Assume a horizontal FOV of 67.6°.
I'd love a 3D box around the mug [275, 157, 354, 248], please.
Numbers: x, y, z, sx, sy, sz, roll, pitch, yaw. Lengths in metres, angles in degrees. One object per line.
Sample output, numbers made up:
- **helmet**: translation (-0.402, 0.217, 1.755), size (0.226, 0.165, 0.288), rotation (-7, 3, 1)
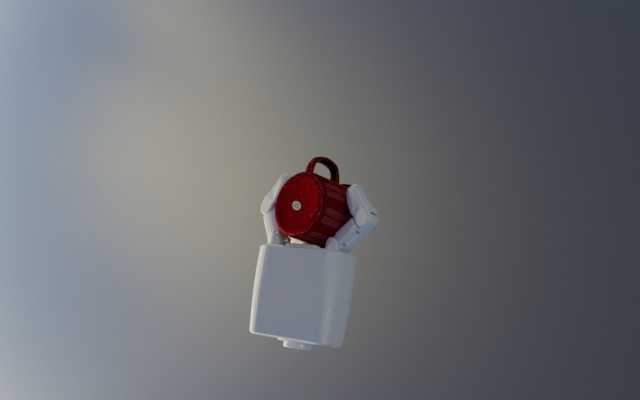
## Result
- **mug**: translation (0.000, 0.000, 0.589), size (0.093, 0.117, 0.081), rotation (-5, -18, 41)
